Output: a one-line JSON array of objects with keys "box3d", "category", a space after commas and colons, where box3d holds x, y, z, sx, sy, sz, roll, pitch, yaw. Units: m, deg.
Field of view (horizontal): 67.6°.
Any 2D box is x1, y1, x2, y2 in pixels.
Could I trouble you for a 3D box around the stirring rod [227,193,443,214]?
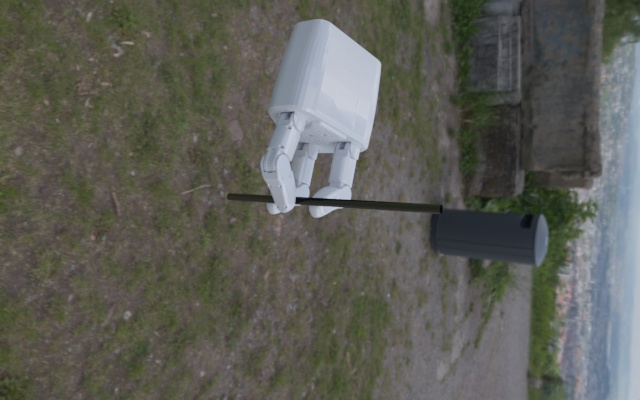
[{"box3d": [0.000, 0.001, 0.465, 0.239, 0.011, 0.011, 3, 2, 33], "category": "stirring rod"}]
